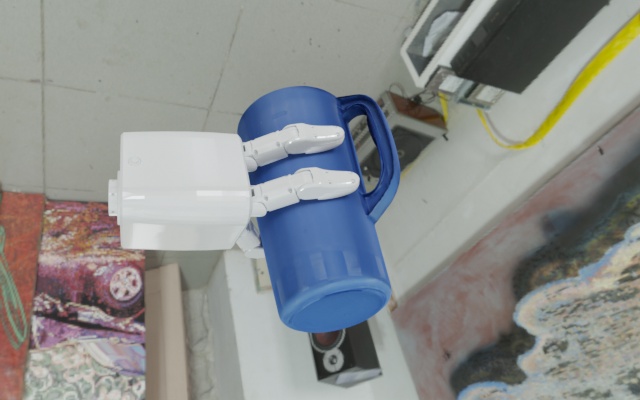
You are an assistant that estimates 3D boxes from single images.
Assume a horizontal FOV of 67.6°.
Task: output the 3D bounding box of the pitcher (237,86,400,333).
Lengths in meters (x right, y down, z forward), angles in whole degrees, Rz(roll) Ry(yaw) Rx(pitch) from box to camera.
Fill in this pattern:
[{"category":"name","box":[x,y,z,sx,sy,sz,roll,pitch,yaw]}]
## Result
[{"category":"pitcher","box":[0.000,0.002,0.501,0.145,0.242,0.149,0,-37,-21]}]
